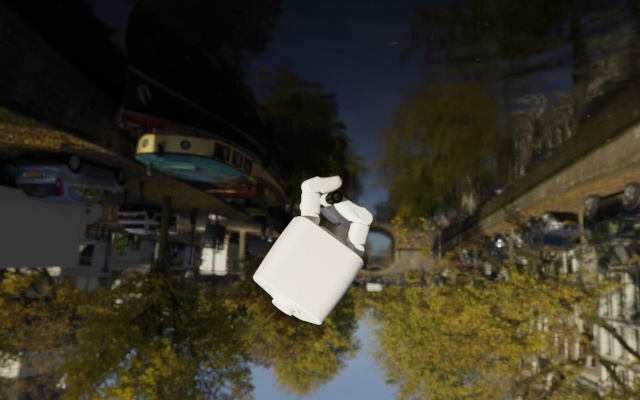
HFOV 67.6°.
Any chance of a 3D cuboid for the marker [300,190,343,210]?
[{"bbox_3d":[0.000,0.002,0.695,0.020,0.020,0.121,0,-7,-24],"label":"marker"}]
